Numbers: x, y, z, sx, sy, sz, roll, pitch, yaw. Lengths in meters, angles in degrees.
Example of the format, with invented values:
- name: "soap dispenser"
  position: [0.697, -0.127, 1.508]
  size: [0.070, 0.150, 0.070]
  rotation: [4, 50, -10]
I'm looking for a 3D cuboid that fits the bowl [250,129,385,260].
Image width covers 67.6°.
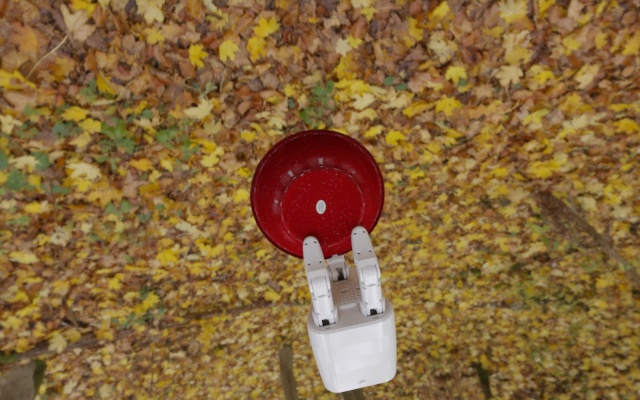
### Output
- name: "bowl"
  position: [0.000, 0.001, 0.544]
  size: [0.162, 0.162, 0.055]
  rotation: [0, 14, -6]
